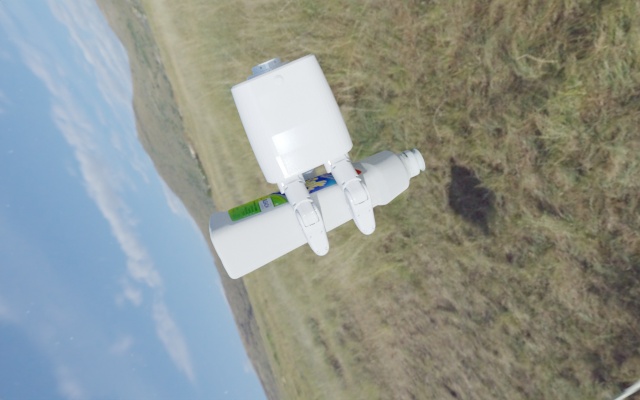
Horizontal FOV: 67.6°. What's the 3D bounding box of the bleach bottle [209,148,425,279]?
[{"bbox_3d":[0.000,0.002,0.553,0.251,0.068,0.102,-25,16,-6],"label":"bleach bottle"}]
